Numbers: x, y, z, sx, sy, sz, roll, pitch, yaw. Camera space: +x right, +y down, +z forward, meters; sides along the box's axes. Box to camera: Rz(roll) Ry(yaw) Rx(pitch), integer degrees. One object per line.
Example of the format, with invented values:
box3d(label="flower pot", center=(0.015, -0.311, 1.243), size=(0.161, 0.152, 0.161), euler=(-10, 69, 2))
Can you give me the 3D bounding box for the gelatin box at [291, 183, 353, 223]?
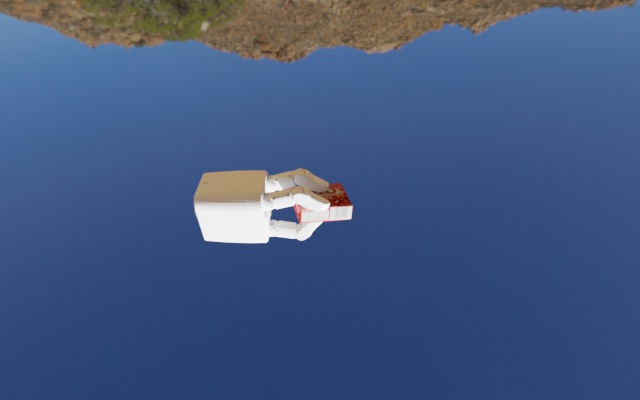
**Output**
box3d(label="gelatin box", center=(0.000, 0.003, 0.783), size=(0.089, 0.030, 0.073), euler=(-4, 33, -13))
